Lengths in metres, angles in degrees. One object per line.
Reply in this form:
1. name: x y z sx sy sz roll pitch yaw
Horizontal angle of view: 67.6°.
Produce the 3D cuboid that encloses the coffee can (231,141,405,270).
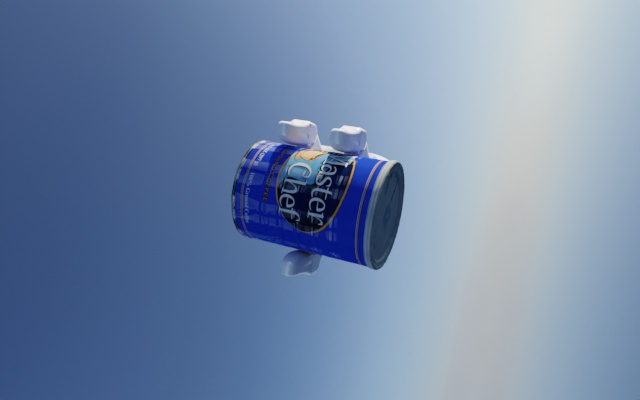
1. coffee can: 0.000 0.002 0.466 0.140 0.103 0.103 12 4 22
